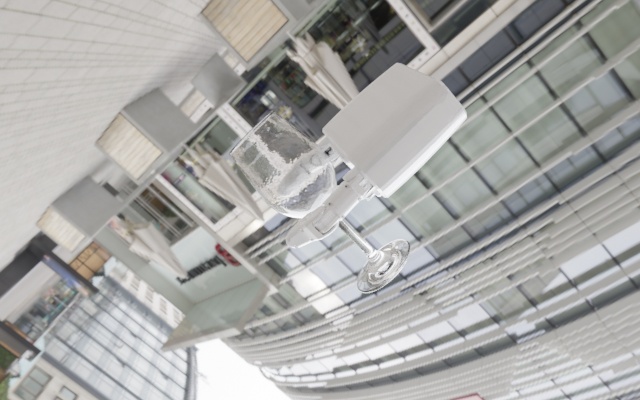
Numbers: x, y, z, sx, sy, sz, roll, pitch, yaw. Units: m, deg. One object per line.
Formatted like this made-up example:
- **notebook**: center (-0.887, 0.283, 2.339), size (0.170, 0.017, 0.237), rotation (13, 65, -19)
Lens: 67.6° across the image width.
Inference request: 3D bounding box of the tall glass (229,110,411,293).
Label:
- **tall glass**: center (0.000, 0.002, 0.490), size (0.201, 0.079, 0.079), rotation (45, -14, -14)
